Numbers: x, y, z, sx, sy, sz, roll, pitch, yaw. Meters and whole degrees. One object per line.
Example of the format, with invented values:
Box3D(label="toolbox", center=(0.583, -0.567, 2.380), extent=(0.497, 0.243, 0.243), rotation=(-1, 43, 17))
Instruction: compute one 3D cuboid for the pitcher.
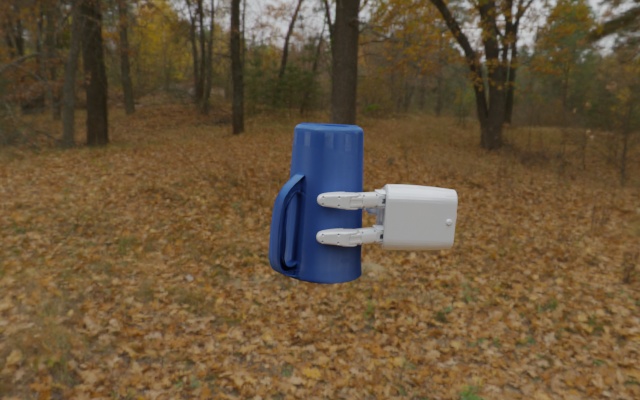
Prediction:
Box3D(label="pitcher", center=(0.000, 0.002, 0.752), extent=(0.145, 0.243, 0.149), rotation=(3, 10, 0))
